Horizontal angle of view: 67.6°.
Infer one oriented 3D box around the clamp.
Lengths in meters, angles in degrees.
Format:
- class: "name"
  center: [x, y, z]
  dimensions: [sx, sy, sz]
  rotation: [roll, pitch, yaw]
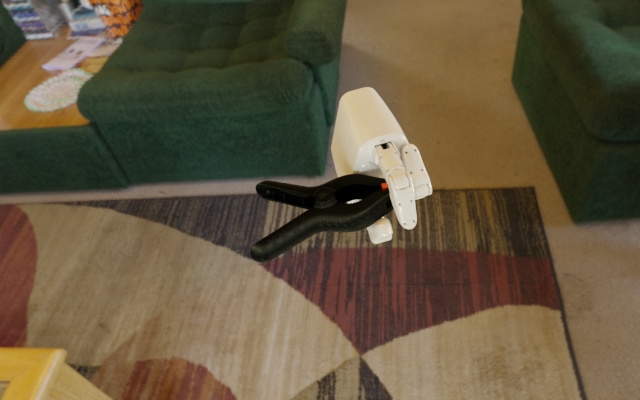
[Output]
- class: "clamp"
  center: [0.000, 0.001, 0.532]
  dimensions: [0.171, 0.120, 0.039]
  rotation: [-15, -44, -2]
